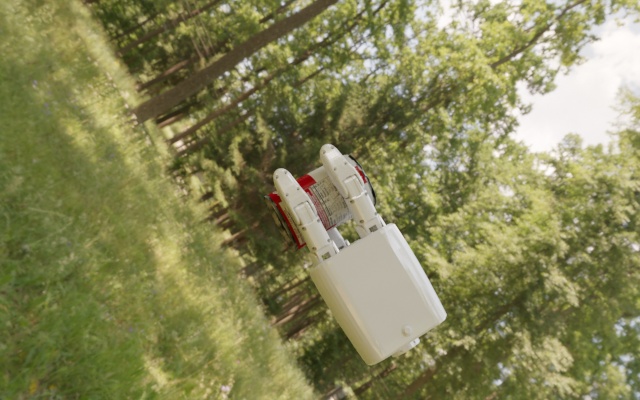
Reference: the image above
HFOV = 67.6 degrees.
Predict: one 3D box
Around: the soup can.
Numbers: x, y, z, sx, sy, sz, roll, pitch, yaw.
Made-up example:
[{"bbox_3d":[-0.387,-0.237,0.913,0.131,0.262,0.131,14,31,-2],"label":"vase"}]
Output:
[{"bbox_3d":[0.000,0.001,0.514,0.102,0.068,0.068,-29,6,-11],"label":"soup can"}]
